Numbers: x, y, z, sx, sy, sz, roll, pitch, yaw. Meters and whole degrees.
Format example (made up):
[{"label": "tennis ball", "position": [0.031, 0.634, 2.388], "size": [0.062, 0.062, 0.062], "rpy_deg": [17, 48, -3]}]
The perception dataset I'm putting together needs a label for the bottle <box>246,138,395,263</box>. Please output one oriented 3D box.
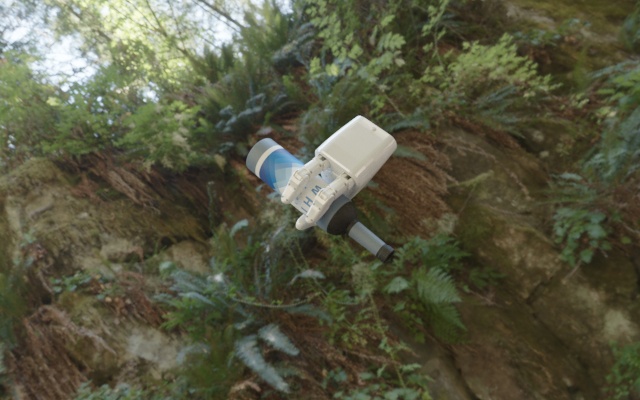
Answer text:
[{"label": "bottle", "position": [0.000, 0.003, 0.796], "size": [0.295, 0.069, 0.069], "rpy_deg": [38, 16, 21]}]
